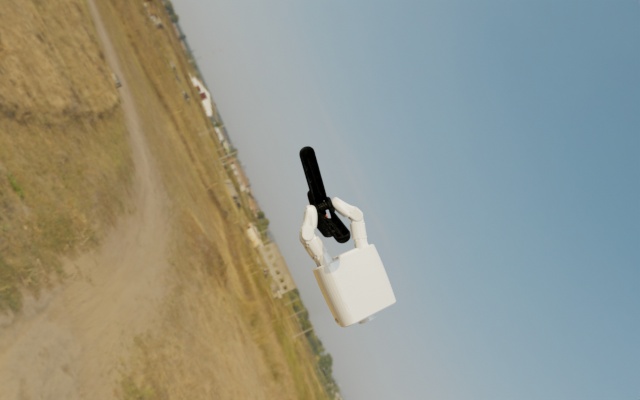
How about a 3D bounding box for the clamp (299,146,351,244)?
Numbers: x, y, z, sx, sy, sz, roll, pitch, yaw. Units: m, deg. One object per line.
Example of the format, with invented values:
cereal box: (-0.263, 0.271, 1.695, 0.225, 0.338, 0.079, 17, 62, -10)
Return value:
clamp: (0.001, 0.003, 0.822, 0.036, 0.164, 0.210, -21, -7, -7)
